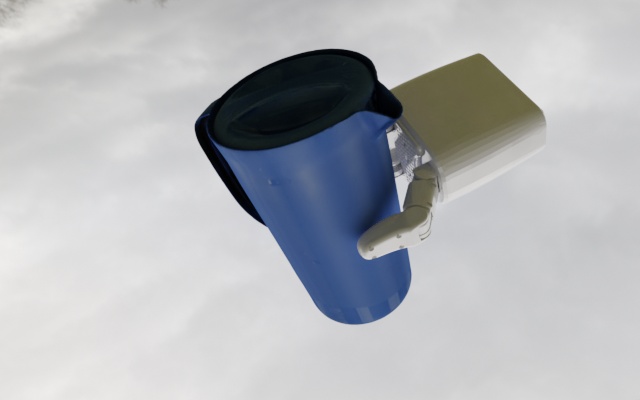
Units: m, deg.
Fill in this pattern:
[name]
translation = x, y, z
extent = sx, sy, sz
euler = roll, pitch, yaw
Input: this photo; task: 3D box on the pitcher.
[pitcher]
translation = 0.000, 0.001, 0.432
extent = 0.145, 0.243, 0.149
euler = -27, 40, -7
